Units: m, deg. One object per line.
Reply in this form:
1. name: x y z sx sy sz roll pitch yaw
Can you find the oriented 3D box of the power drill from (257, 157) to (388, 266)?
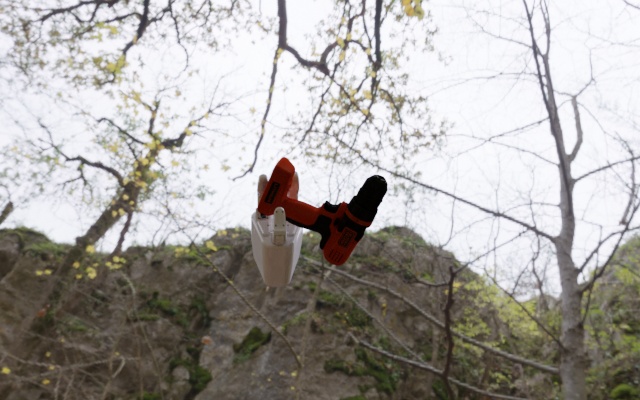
1. power drill: 0.000 0.003 0.807 0.187 0.184 0.057 29 25 2
